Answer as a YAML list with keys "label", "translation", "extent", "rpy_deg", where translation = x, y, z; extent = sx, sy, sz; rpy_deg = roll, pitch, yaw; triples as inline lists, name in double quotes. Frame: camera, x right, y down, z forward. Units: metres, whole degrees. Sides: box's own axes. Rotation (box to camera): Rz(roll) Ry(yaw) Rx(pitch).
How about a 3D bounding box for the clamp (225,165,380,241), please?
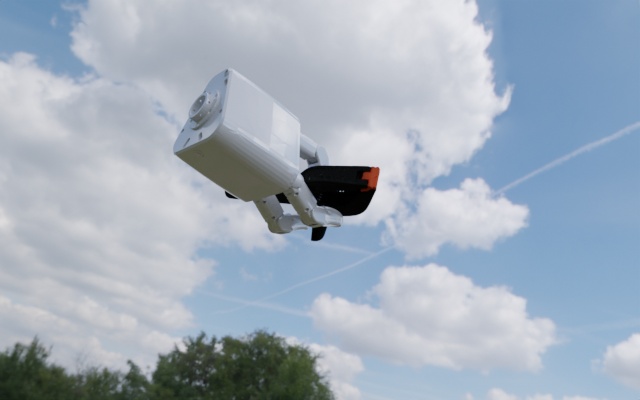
- label: "clamp"
  translation: [0.000, 0.001, 0.604]
  extent: [0.210, 0.036, 0.165]
  rpy_deg: [-13, -36, 42]
